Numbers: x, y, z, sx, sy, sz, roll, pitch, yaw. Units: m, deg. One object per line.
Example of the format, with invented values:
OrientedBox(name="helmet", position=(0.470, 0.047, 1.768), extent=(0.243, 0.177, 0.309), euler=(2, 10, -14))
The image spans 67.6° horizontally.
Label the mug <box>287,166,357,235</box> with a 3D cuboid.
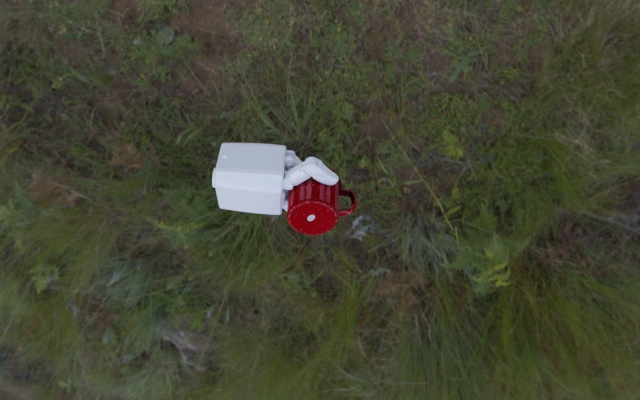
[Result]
OrientedBox(name="mug", position=(0.002, 0.003, 0.773), extent=(0.117, 0.093, 0.081), euler=(4, 45, -3))
